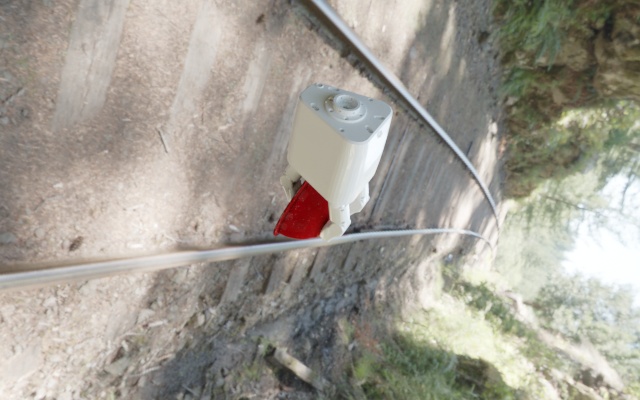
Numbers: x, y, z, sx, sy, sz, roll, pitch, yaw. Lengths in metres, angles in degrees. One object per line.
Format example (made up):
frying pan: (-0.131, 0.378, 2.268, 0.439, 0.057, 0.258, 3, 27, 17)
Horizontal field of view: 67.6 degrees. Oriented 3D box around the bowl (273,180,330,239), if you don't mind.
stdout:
bowl: (0.000, 0.003, 0.707, 0.055, 0.162, 0.162, 37, 3, 5)
